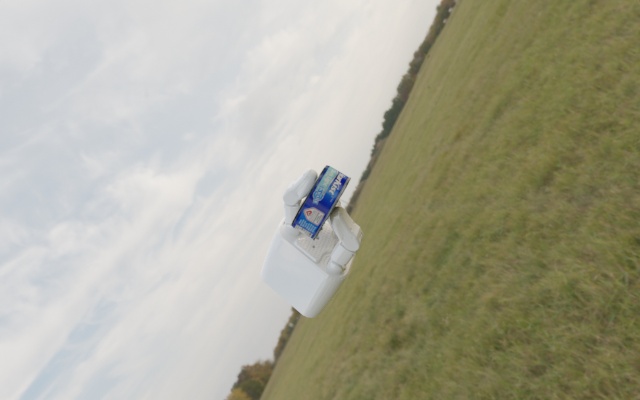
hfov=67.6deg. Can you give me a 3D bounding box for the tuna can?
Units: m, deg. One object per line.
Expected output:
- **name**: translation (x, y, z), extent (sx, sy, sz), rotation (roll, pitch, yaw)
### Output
- **tuna can**: translation (0.000, 0.001, 0.560), extent (0.034, 0.086, 0.086), rotation (31, 0, 0)
